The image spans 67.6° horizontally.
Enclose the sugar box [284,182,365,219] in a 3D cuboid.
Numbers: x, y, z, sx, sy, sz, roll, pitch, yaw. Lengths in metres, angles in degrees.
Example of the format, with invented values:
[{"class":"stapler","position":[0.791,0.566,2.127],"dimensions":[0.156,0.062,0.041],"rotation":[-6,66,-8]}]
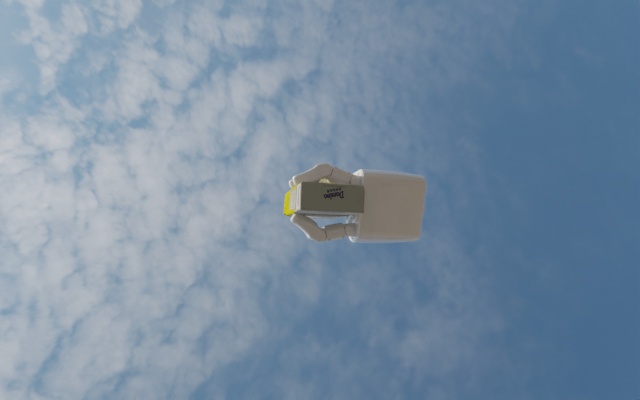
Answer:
[{"class":"sugar box","position":[0.000,0.002,0.738],"dimensions":[0.093,0.048,0.176],"rotation":[3,-7,-12]}]
